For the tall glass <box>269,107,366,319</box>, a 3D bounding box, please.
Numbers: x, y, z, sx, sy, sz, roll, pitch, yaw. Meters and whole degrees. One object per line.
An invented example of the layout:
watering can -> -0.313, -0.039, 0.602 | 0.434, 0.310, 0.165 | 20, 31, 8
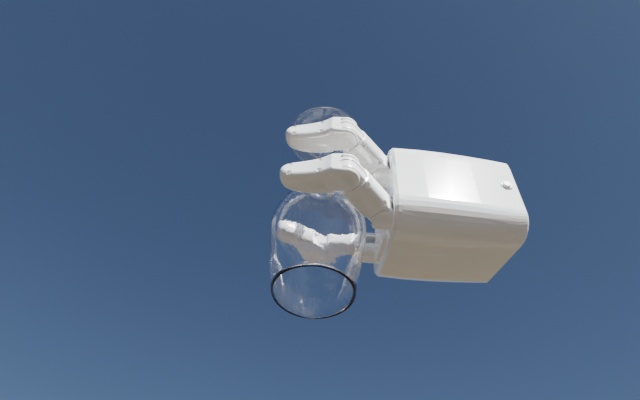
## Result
tall glass -> 0.000, 0.001, 0.415 | 0.079, 0.079, 0.200 | 0, 41, 4
